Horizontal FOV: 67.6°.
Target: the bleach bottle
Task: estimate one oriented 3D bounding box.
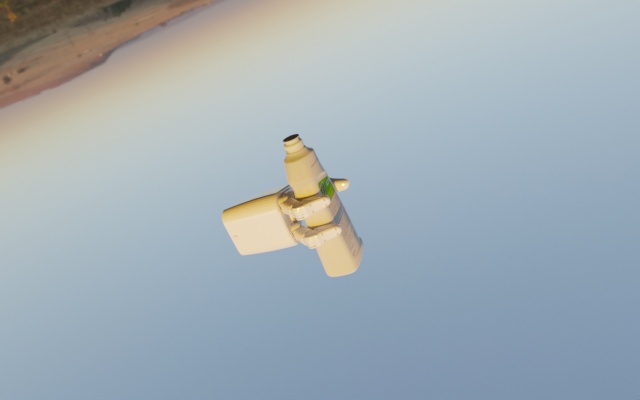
[{"bbox_3d":[0.000,0.003,0.804,0.068,0.251,0.102,-14,26,18],"label":"bleach bottle"}]
